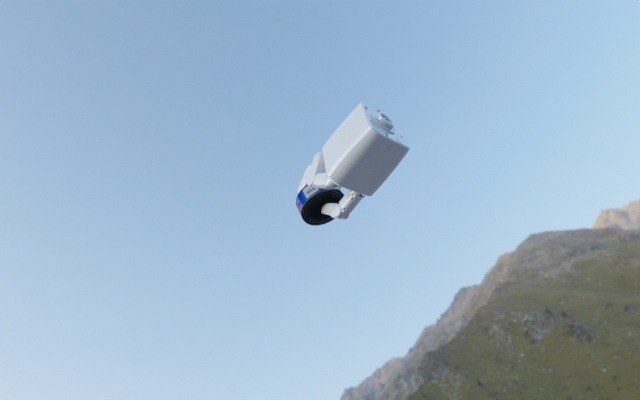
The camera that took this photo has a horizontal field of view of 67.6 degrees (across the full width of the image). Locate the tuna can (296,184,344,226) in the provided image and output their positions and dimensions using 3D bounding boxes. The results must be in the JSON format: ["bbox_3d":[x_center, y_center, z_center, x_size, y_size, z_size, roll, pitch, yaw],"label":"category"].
[{"bbox_3d":[0.000,0.002,0.854,0.086,0.086,0.033,0,41,-30],"label":"tuna can"}]
